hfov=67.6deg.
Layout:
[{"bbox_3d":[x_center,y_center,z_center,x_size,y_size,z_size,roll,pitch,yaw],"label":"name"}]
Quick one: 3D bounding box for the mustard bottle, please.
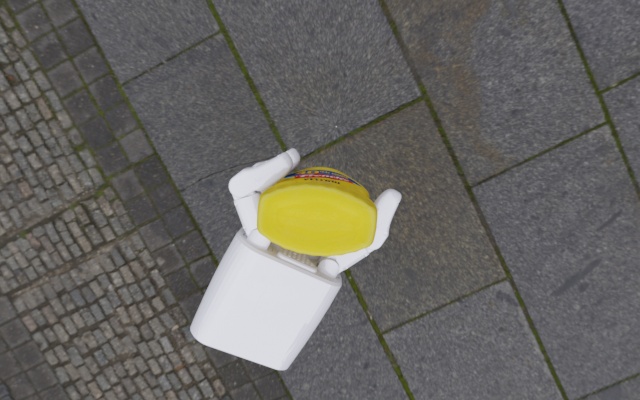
[{"bbox_3d":[0.000,0.001,0.463,0.096,0.058,0.191,5,9,1],"label":"mustard bottle"}]
